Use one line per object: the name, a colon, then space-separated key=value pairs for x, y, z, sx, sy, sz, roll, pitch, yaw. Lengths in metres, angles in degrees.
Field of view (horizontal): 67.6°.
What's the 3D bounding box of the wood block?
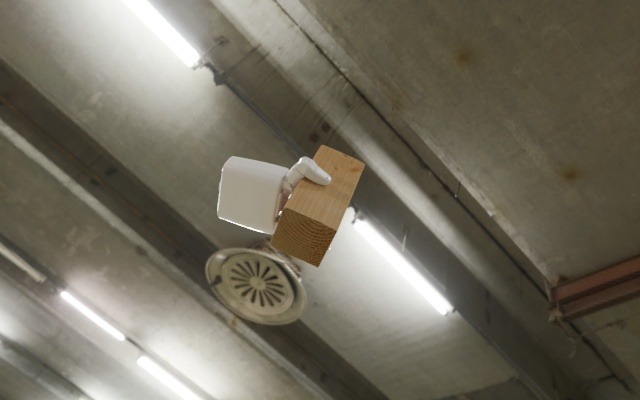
wood block: x=0.000 y=0.002 z=0.820 sx=0.090 sy=0.091 sz=0.206 roll=25 pitch=39 yaw=1
